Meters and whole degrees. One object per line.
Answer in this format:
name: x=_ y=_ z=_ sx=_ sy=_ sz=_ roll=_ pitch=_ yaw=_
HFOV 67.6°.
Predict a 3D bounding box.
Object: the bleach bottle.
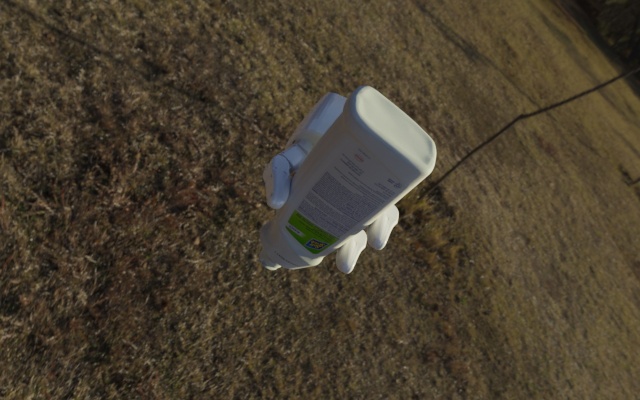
bleach bottle: x=0.000 y=0.002 z=0.503 sx=0.102 sy=0.068 sz=0.251 roll=37 pitch=-49 yaw=-11
